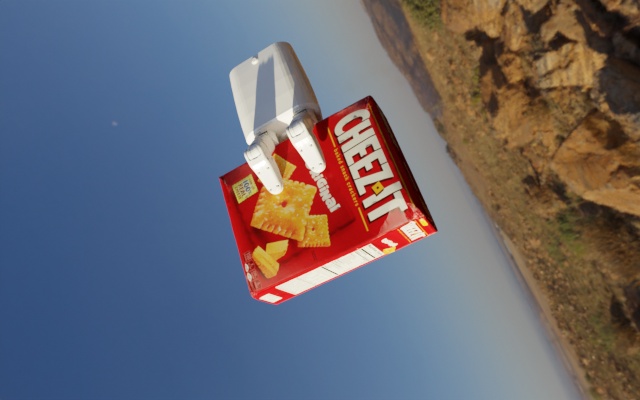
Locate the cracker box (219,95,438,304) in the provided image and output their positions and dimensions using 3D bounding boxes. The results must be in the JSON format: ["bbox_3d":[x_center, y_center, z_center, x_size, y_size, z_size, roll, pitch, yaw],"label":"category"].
[{"bbox_3d":[0.000,0.002,0.554,0.214,0.164,0.072,-27,-27,15],"label":"cracker box"}]
